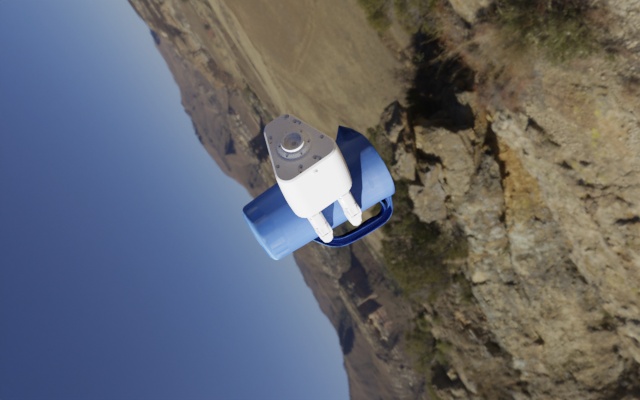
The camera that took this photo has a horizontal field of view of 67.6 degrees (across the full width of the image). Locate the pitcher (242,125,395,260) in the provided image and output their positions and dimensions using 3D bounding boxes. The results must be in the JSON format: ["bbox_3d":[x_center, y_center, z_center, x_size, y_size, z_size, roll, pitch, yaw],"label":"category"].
[{"bbox_3d":[0.000,0.003,0.816,0.243,0.149,0.145,-33,-27,-4],"label":"pitcher"}]
